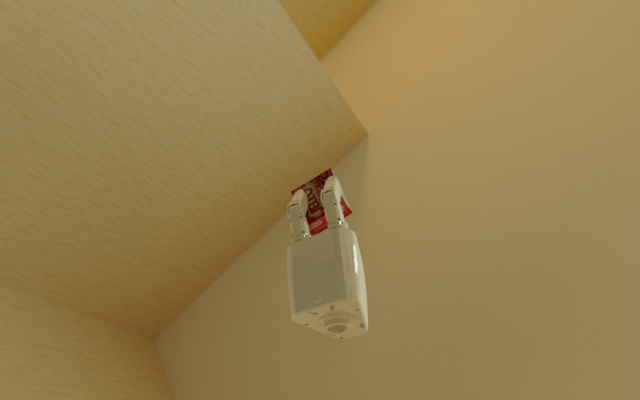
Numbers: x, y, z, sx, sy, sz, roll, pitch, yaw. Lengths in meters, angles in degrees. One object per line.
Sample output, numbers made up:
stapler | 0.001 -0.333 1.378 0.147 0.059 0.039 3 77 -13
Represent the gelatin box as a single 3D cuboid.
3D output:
gelatin box | 0.000 0.002 0.715 0.073 0.089 0.030 -31 -49 10
